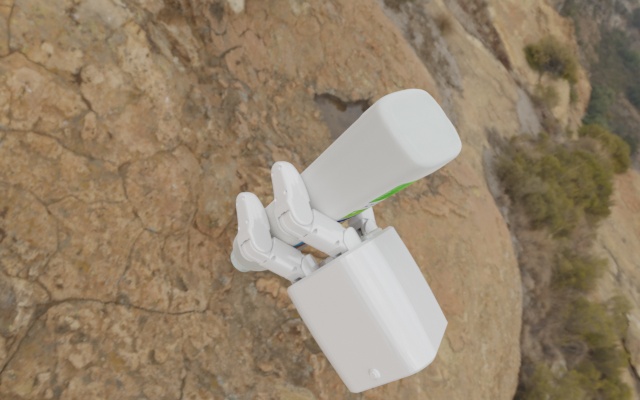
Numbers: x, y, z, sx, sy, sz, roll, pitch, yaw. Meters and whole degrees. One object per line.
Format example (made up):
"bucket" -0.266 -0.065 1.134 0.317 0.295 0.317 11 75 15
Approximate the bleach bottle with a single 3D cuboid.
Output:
"bleach bottle" 0.000 0.001 0.438 0.251 0.068 0.102 -37 -7 38
